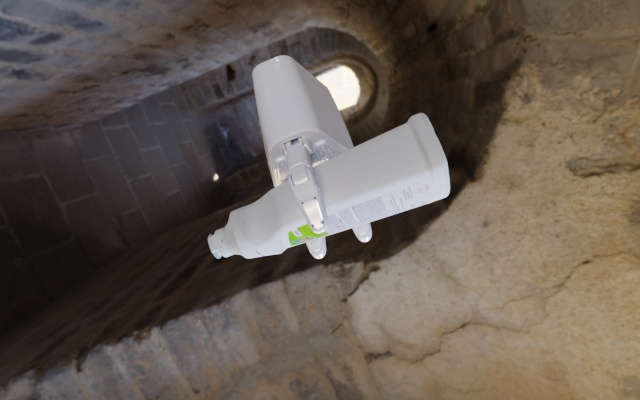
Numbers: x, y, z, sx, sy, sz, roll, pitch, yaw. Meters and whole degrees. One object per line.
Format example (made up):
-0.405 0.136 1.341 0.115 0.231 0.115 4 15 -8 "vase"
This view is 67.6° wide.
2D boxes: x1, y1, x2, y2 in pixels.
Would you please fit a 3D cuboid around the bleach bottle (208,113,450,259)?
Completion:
0.000 0.002 0.485 0.251 0.068 0.103 -21 -26 8 "bleach bottle"
